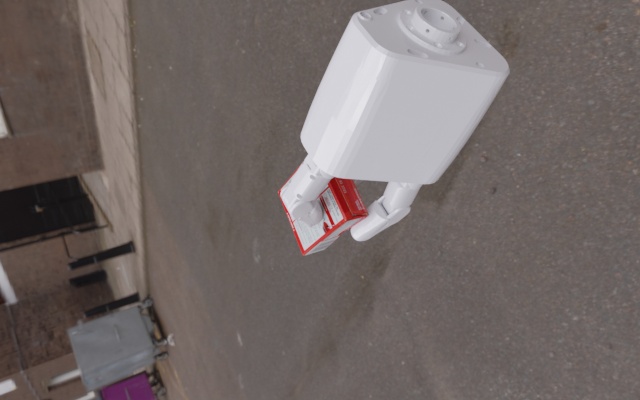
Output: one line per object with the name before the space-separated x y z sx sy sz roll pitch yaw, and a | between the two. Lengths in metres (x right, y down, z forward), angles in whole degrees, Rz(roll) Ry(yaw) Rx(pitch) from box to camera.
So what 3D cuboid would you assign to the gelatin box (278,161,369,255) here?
gelatin box | 0.000 0.002 0.455 0.030 0.073 0.089 -11 -20 -35
